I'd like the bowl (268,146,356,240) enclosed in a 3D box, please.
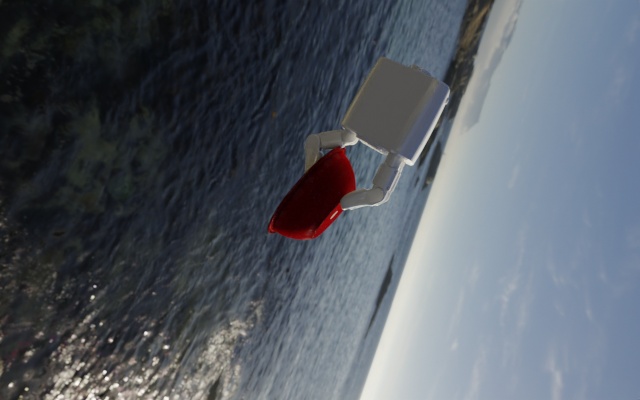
[{"bbox_3d":[0.000,0.003,0.672,0.055,0.162,0.162,42,8,9],"label":"bowl"}]
